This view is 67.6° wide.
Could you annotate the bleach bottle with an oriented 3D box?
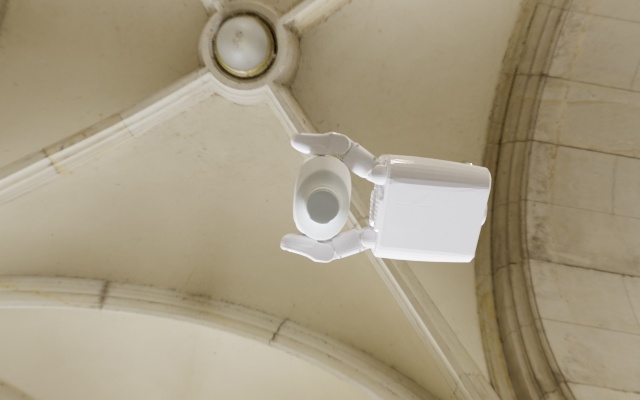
[{"bbox_3d":[0.000,0.002,0.523,0.068,0.102,0.251,6,6,-1],"label":"bleach bottle"}]
